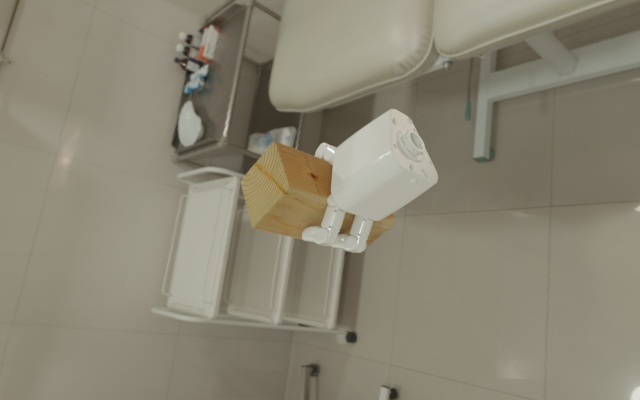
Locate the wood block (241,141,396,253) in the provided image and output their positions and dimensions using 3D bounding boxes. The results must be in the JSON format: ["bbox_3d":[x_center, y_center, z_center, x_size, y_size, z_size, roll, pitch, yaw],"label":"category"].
[{"bbox_3d":[0.000,0.002,0.701,0.206,0.090,0.090,18,-51,-39],"label":"wood block"}]
